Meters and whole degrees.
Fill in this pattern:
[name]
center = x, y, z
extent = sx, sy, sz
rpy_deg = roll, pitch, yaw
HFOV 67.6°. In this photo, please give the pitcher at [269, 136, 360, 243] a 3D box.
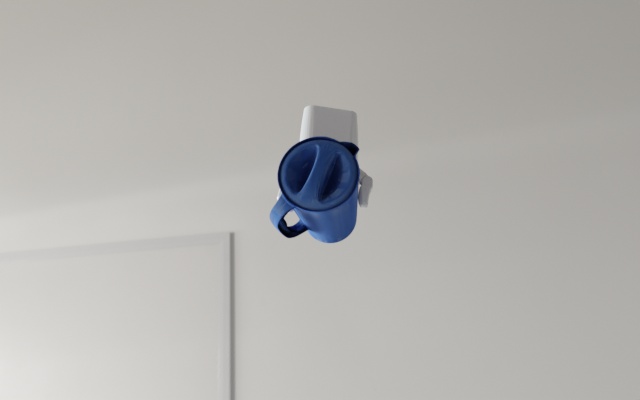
[pitcher]
center = 0.000, 0.003, 0.869
extent = 0.149, 0.145, 0.243
rpy_deg = -1, -21, 6
